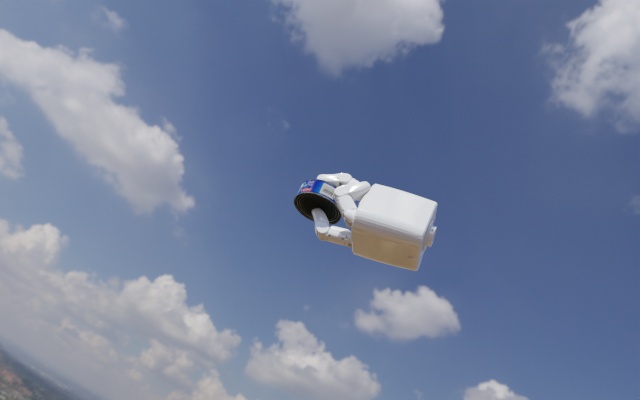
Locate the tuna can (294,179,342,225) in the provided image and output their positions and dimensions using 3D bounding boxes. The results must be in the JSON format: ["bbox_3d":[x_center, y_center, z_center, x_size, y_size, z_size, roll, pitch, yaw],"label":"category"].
[{"bbox_3d":[0.000,0.002,0.815,0.086,0.033,0.086,17,-33,12],"label":"tuna can"}]
